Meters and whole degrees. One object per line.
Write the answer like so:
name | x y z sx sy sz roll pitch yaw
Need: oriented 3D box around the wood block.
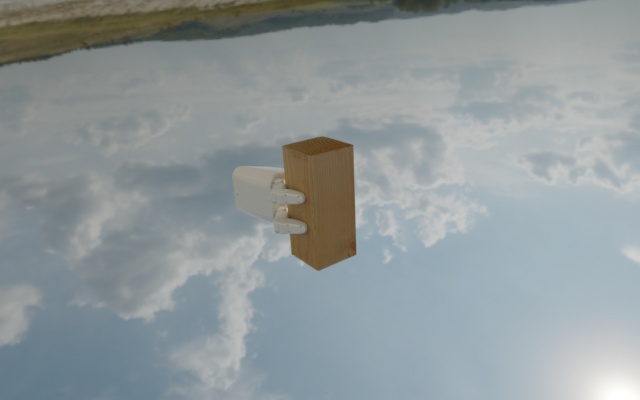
wood block | 0.000 0.003 0.836 0.091 0.206 0.090 -19 27 -33
